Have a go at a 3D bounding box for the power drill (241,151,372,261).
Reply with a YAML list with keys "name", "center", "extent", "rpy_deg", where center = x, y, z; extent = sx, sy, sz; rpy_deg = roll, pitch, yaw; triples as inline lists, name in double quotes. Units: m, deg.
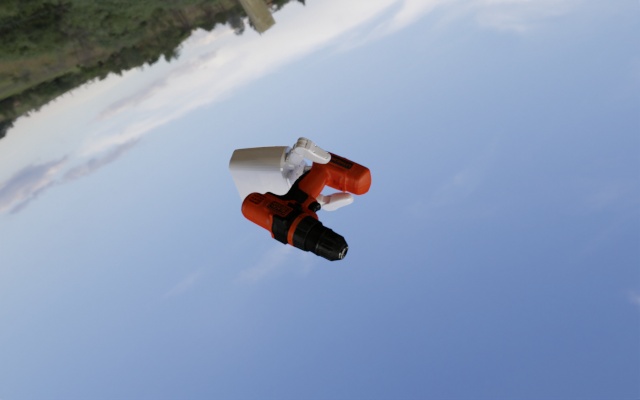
- name: "power drill"
  center: [0.000, 0.002, 0.738]
  extent: [0.184, 0.057, 0.187]
  rpy_deg: [26, 45, 26]
